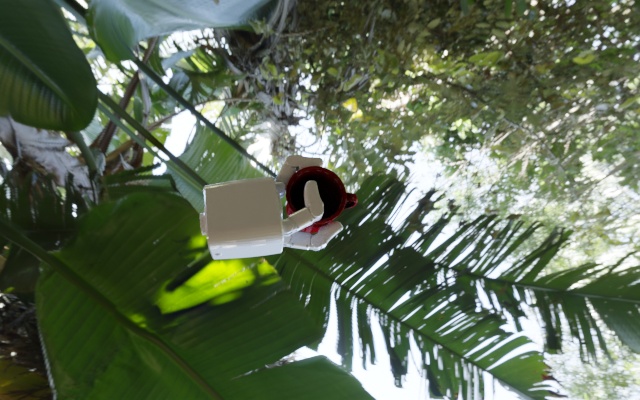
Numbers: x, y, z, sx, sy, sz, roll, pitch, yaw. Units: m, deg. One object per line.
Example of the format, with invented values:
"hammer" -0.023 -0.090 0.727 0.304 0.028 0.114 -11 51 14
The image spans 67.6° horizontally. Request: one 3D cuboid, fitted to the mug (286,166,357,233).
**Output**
"mug" 0.002 0.002 0.761 0.117 0.093 0.081 -4 -18 -10
